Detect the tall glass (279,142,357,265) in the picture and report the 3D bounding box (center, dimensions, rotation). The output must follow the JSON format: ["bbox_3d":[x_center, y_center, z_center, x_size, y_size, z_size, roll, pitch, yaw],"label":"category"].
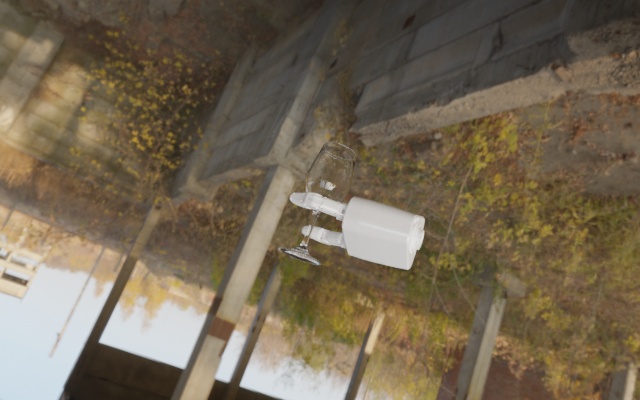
[{"bbox_3d":[0.000,0.003,0.810,0.079,0.201,0.079,19,-15,5],"label":"tall glass"}]
